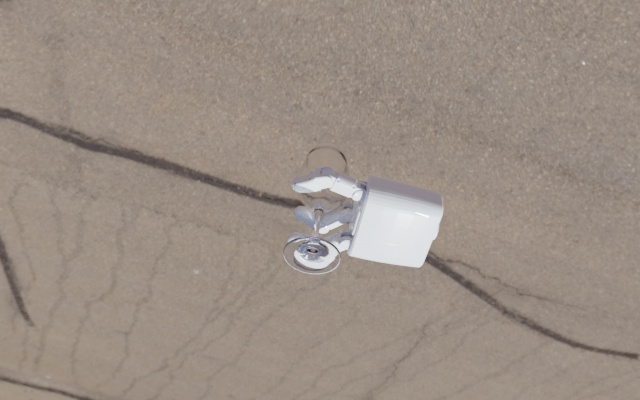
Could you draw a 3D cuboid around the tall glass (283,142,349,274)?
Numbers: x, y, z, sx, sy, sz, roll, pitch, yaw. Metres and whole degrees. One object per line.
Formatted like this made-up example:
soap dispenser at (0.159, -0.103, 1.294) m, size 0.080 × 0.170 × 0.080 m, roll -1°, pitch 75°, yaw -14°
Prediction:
tall glass at (0.000, 0.003, 0.676) m, size 0.079 × 0.079 × 0.200 m, roll 0°, pitch 44°, yaw 8°
